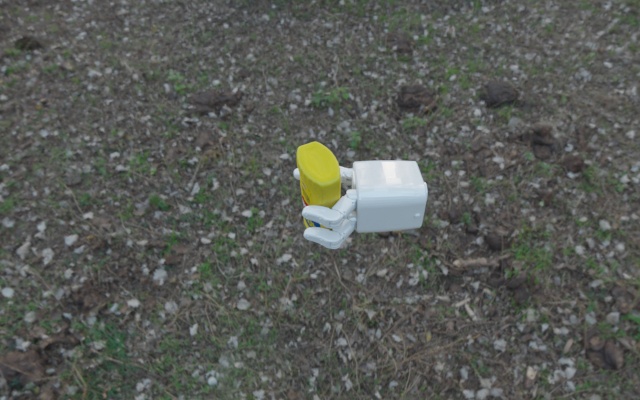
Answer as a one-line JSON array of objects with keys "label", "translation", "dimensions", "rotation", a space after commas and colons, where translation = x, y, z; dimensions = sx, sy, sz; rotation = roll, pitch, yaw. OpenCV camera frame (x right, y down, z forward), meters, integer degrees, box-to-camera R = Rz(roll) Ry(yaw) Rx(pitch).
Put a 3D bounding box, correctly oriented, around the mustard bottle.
[{"label": "mustard bottle", "translation": [0.000, 0.002, 0.783], "dimensions": [0.058, 0.096, 0.192], "rotation": [-21, -38, -14]}]
